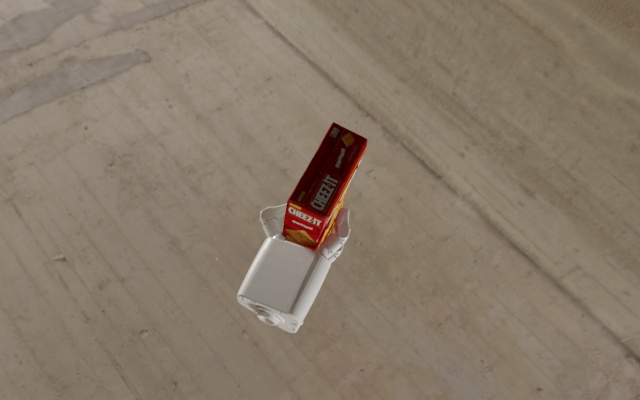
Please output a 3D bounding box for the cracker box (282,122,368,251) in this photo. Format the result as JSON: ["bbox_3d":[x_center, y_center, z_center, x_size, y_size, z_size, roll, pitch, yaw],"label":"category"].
[{"bbox_3d":[0.000,0.003,0.796,0.072,0.164,0.214,25,-30,4],"label":"cracker box"}]
